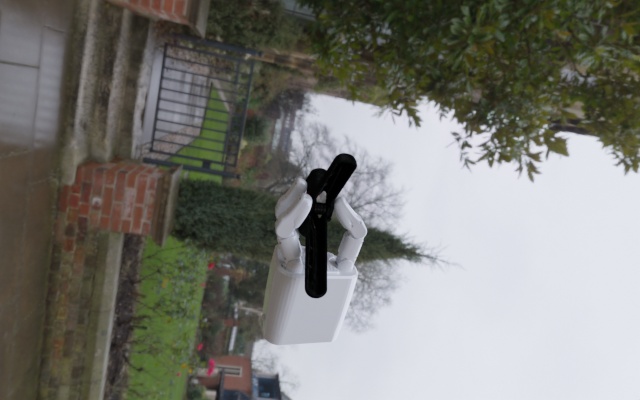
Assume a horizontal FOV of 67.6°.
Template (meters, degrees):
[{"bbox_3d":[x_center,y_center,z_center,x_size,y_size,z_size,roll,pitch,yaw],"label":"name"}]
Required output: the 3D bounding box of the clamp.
[{"bbox_3d":[0.001,0.002,0.600,0.036,0.164,0.210,12,17,-12],"label":"clamp"}]
